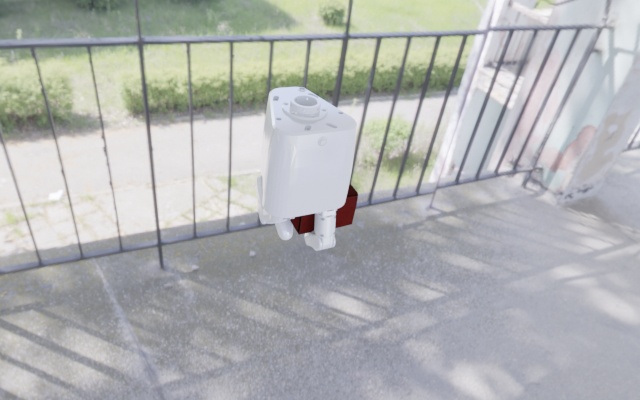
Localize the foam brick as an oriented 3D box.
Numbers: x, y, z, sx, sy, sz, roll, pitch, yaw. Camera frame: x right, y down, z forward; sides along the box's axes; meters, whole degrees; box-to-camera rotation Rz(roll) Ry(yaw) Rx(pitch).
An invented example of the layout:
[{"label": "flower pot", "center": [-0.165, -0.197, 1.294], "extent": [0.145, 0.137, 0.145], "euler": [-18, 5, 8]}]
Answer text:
[{"label": "foam brick", "center": [0.000, 0.002, 0.602], "extent": [0.078, 0.051, 0.053], "euler": [-10, 41, -24]}]
